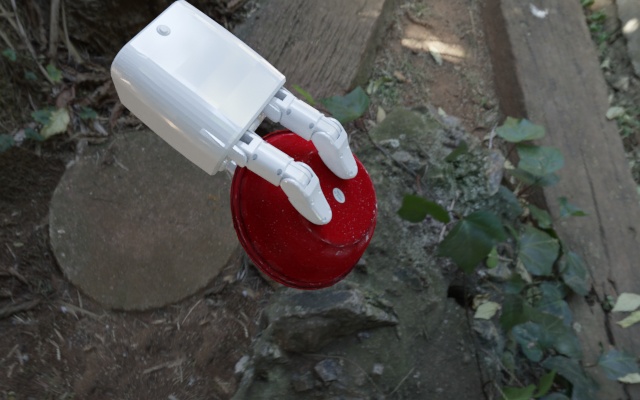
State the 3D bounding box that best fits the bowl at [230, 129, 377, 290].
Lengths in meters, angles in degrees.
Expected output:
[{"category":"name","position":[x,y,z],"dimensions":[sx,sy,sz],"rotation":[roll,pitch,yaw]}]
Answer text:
[{"category":"bowl","position":[0.001,0.002,0.451],"dimensions":[0.162,0.162,0.055],"rotation":[0,-12,-35]}]
